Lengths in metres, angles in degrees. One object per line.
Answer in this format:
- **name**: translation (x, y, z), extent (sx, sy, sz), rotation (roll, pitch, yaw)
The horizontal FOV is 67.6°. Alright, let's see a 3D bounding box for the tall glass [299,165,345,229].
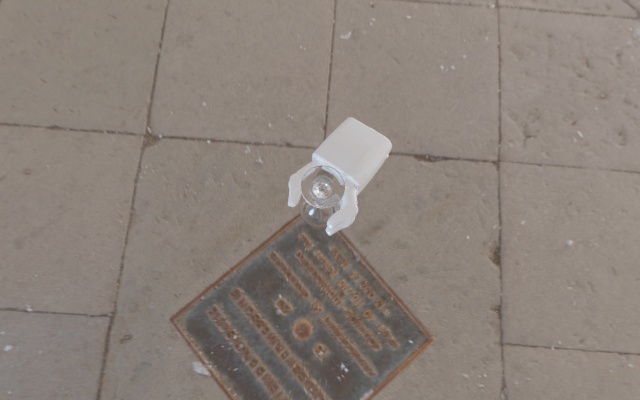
- **tall glass**: translation (0.000, 0.003, 0.881), extent (0.079, 0.079, 0.201), rotation (0, -15, -3)
